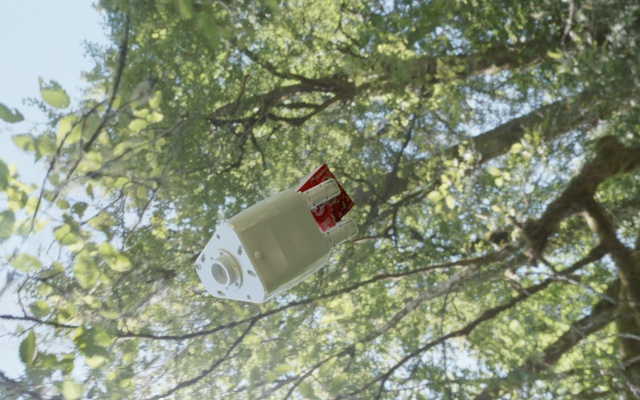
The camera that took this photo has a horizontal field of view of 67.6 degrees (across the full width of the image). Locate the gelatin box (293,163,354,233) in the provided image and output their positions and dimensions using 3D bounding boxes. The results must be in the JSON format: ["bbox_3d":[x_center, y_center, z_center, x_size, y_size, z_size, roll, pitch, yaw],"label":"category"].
[{"bbox_3d":[0.000,0.002,0.643,0.030,0.073,0.089,-29,12,39],"label":"gelatin box"}]
